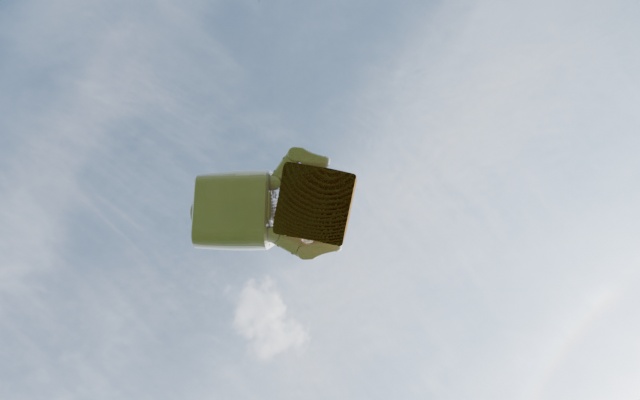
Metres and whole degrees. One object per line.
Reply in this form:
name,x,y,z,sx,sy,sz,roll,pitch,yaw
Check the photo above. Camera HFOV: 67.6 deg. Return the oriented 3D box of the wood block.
wood block,0.000,0.002,0.671,0.090,0.091,0.206,10,2,4
